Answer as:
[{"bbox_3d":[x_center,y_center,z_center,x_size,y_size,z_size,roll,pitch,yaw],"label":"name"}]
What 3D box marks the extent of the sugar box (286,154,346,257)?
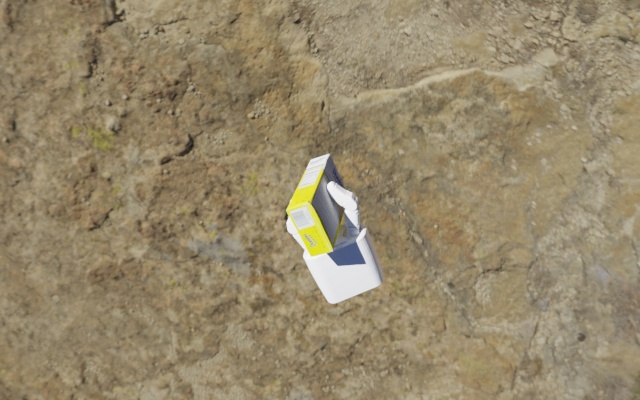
[{"bbox_3d":[0.000,0.003,0.789,0.048,0.093,0.176,-17,24,18],"label":"sugar box"}]
